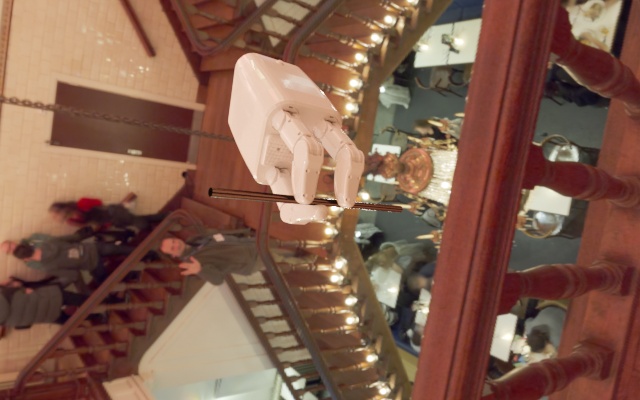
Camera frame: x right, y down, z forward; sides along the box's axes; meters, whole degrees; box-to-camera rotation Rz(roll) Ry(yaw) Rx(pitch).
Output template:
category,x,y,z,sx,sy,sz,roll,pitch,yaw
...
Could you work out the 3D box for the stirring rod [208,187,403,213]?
category,x,y,z,sx,sy,sz,roll,pitch,yaw
stirring rod,0.000,0.002,0.476,0.239,0.011,0.011,5,-3,-40
